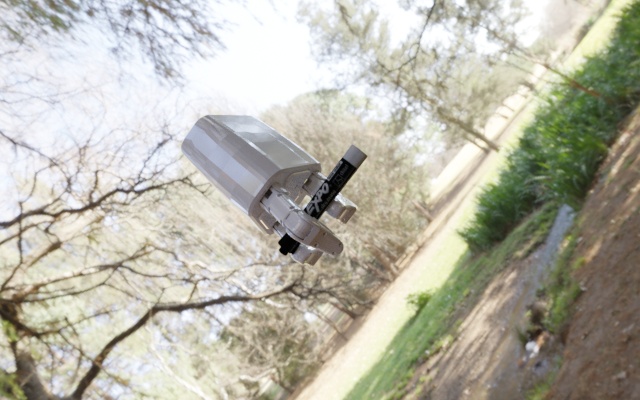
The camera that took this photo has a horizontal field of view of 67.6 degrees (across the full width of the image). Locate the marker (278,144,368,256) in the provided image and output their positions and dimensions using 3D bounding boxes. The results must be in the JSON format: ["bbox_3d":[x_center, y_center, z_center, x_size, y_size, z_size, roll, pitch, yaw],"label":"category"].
[{"bbox_3d":[0.000,0.001,0.445,0.020,0.121,0.020,37,5,-4],"label":"marker"}]
